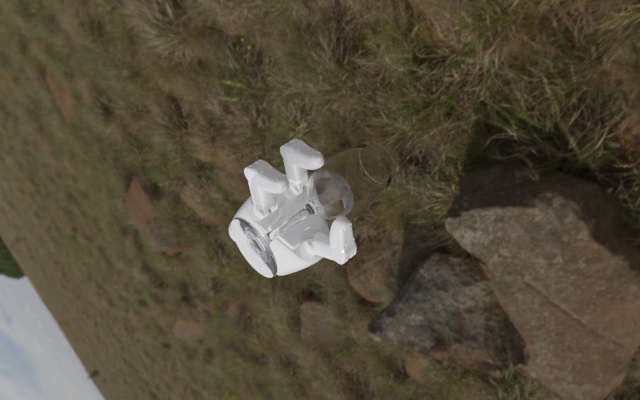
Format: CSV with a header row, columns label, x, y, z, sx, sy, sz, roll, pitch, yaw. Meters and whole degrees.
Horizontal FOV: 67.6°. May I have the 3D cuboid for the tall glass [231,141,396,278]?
label,x,y,z,sx,sy,sz,roll,pitch,yaw
tall glass,0.000,0.002,0.549,0.201,0.079,0.079,-34,19,-30
